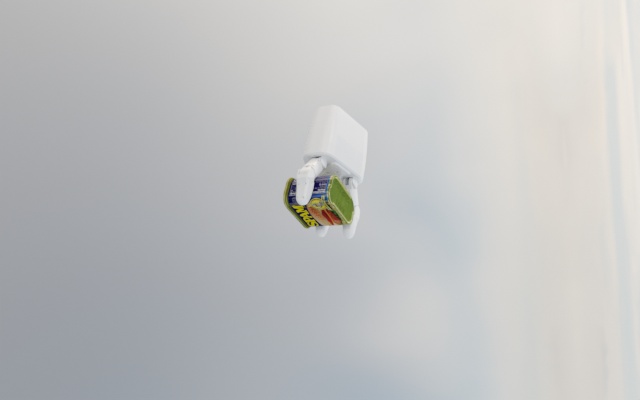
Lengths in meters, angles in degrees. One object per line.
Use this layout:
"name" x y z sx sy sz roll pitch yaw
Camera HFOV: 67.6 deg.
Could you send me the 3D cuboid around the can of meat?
"can of meat" 0.000 0.003 0.793 0.084 0.057 0.102 -4 -34 27
